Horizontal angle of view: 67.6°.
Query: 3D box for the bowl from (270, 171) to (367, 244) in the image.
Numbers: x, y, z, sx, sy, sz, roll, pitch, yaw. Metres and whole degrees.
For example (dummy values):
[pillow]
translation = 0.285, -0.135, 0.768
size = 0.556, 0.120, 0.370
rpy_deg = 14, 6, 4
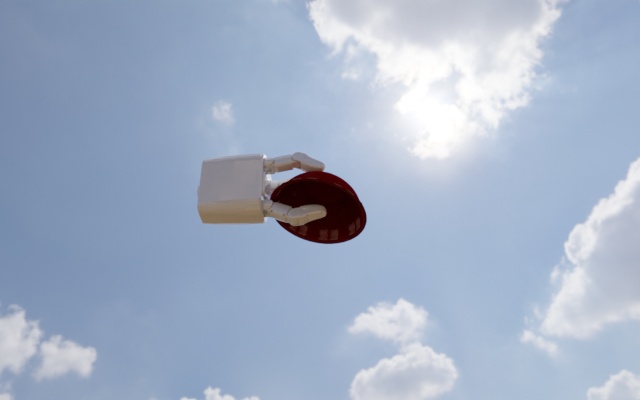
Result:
[bowl]
translation = 0.002, 0.003, 0.791
size = 0.162, 0.055, 0.162
rpy_deg = 9, -41, 8
